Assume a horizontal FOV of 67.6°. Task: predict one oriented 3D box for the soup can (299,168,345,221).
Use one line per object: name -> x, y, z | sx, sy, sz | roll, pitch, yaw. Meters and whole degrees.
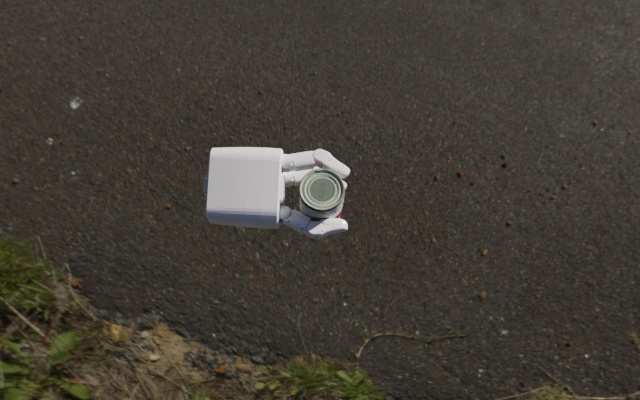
soup can -> 0.001, 0.002, 0.720 | 0.068, 0.068, 0.102 | 0, -22, -2
